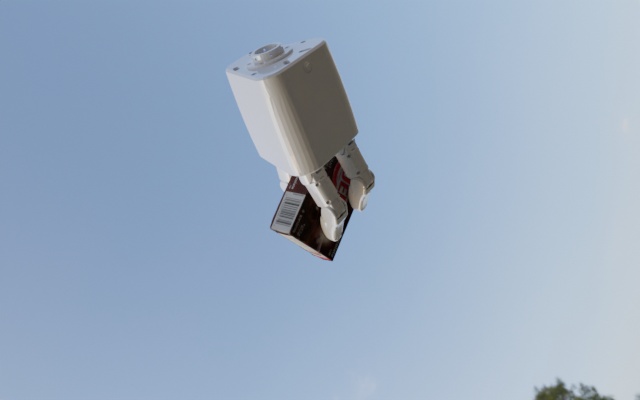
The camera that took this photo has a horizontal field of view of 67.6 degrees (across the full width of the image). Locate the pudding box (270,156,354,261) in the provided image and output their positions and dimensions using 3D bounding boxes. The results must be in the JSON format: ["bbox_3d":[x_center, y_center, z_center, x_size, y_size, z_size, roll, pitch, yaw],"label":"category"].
[{"bbox_3d":[0.000,0.002,0.552,0.039,0.113,0.090,15,-15,41],"label":"pudding box"}]
